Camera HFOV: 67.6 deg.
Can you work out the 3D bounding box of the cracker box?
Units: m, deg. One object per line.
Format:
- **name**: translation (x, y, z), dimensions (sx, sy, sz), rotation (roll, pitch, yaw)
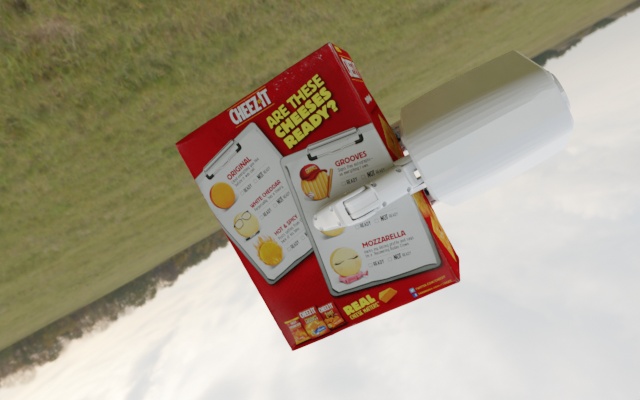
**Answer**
- **cracker box**: translation (0.000, 0.002, 0.422), dimensions (0.164, 0.214, 0.072), rotation (-28, 3, 19)
